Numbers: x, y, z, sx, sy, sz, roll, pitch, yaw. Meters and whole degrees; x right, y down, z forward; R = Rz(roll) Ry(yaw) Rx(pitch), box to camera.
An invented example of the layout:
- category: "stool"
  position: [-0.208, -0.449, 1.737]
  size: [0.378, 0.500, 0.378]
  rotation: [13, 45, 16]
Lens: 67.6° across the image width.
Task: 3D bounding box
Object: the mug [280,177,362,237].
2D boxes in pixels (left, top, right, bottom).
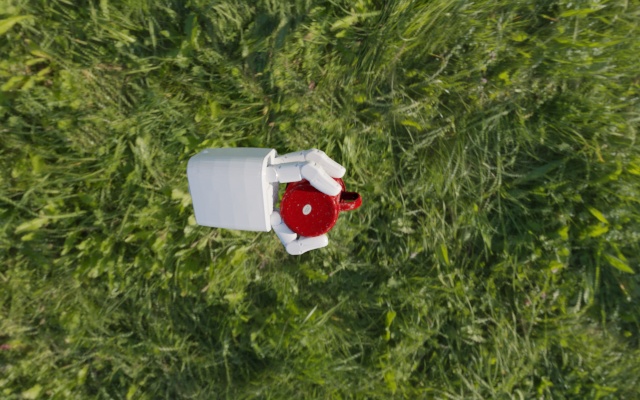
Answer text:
- category: "mug"
  position: [0.002, 0.002, 0.684]
  size: [0.117, 0.093, 0.081]
  rotation: [2, 19, 6]
